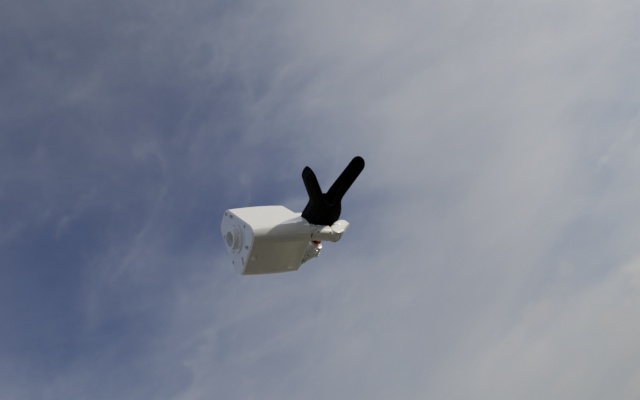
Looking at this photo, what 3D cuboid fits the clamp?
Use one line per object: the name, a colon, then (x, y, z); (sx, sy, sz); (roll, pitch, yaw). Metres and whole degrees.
clamp: (0.000, 0.002, 0.786); (0.120, 0.171, 0.039); (-1, 35, -37)
